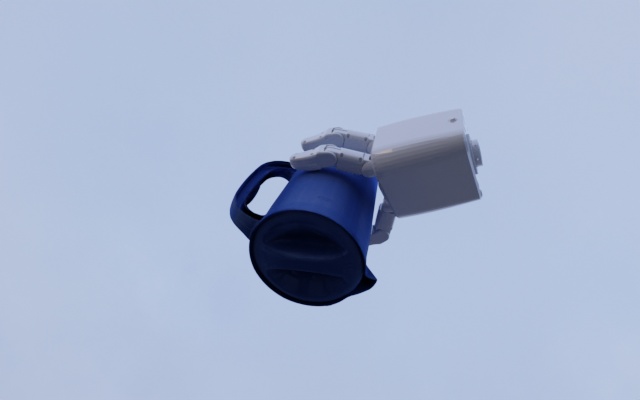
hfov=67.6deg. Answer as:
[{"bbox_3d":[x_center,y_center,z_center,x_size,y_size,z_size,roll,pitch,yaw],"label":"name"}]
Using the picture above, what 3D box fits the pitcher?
[{"bbox_3d":[0.000,0.002,0.614,0.145,0.149,0.242,-13,27,21],"label":"pitcher"}]
